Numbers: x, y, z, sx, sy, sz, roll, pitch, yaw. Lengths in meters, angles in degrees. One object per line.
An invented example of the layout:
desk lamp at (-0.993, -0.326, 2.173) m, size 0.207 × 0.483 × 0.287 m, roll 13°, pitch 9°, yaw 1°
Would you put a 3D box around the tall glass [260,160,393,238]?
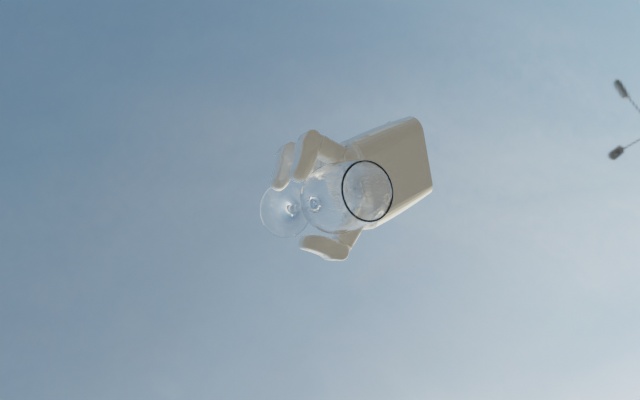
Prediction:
tall glass at (0.000, 0.002, 0.554) m, size 0.079 × 0.079 × 0.201 m, roll 0°, pitch -6°, yaw -28°
